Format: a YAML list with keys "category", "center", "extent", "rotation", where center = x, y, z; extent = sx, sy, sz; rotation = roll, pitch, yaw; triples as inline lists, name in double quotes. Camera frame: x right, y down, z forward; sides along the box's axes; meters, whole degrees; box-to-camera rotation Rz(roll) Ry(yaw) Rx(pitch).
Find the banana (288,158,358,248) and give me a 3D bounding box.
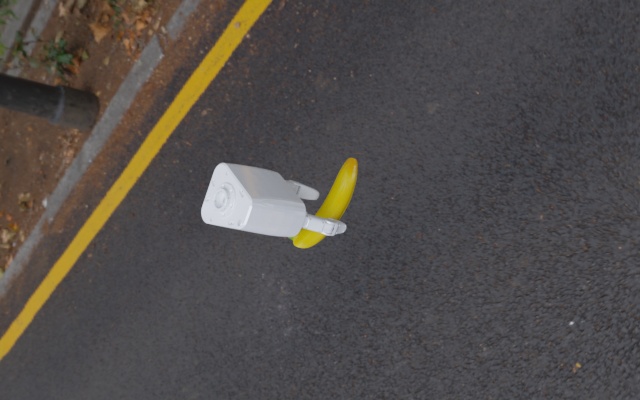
- category: "banana"
  center: [0.006, 0.018, 0.793]
  extent: [0.037, 0.069, 0.198]
  rotation: [13, -53, -44]
